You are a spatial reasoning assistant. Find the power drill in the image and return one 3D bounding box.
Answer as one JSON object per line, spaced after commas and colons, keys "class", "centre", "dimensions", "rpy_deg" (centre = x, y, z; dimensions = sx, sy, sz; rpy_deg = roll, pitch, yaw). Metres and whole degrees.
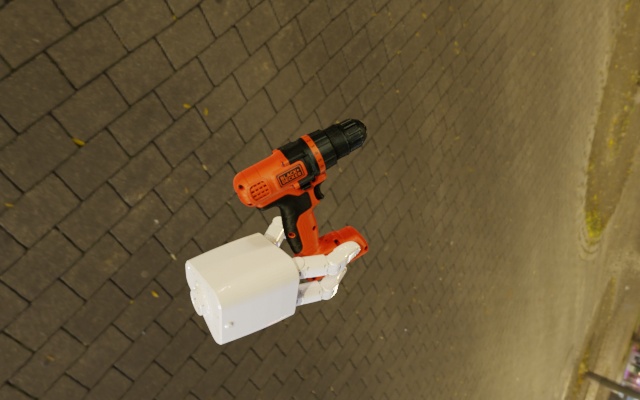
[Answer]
{"class": "power drill", "centre": [0.000, 0.003, 0.635], "dimensions": [0.184, 0.188, 0.057], "rpy_deg": [-28, 29, -8]}
